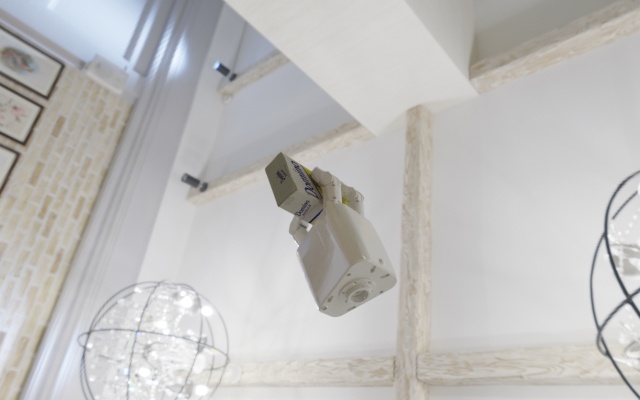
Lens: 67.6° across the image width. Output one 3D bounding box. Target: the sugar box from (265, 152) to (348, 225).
[{"bbox_3d":[0.001,0.002,0.734,0.176,0.048,0.093,33,22,-40],"label":"sugar box"}]
